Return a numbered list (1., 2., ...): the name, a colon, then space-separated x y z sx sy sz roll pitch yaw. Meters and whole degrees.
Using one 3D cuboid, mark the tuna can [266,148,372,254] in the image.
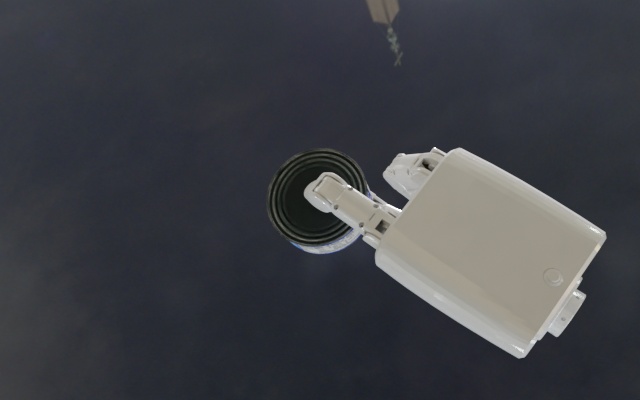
1. tuna can: 0.000 0.001 0.405 0.086 0.086 0.034 0 -20 16
